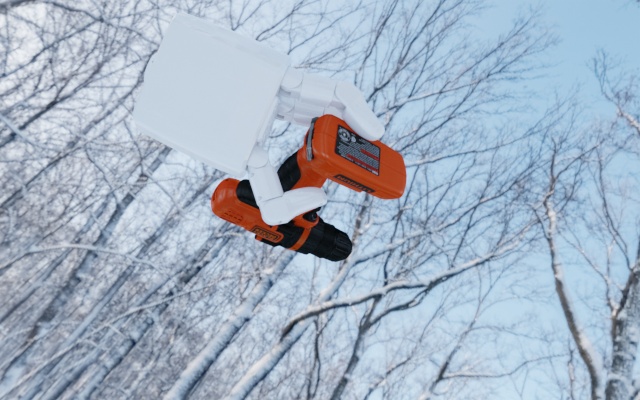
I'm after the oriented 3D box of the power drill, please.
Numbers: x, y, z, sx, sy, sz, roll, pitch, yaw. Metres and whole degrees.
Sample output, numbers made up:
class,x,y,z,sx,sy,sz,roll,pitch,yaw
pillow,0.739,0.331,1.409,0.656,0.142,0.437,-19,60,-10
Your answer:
class,x,y,z,sx,sy,sz,roll,pitch,yaw
power drill,0.000,0.001,0.504,0.184,0.057,0.188,24,-38,-27
